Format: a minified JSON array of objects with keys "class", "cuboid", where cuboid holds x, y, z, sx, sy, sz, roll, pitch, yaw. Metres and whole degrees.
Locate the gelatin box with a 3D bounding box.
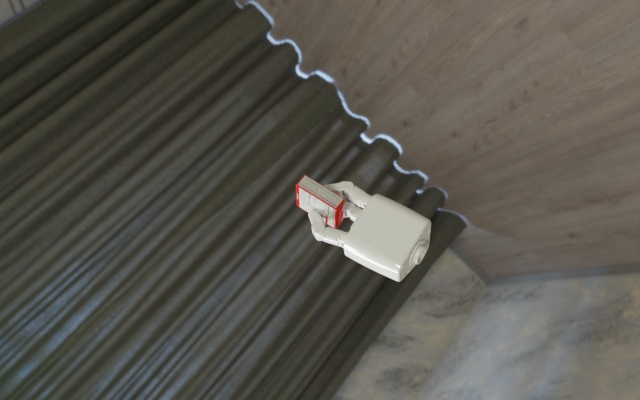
[{"class":"gelatin box","cuboid":[0.000,0.003,0.845,0.089,0.030,0.073,31,-26,16]}]
